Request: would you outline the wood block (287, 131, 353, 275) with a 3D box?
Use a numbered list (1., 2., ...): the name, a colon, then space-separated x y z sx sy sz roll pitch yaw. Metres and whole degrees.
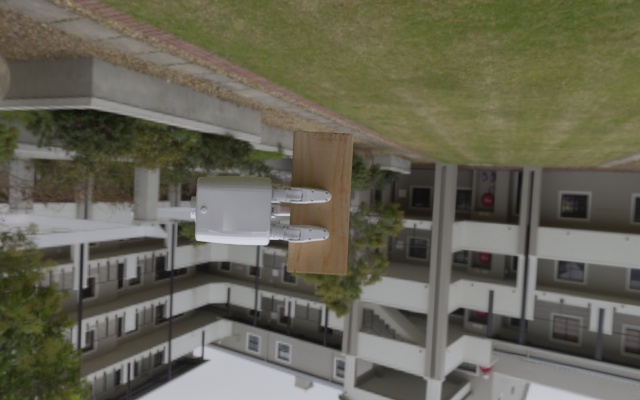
1. wood block: 0.000 0.003 0.737 0.090 0.206 0.091 3 2 0
